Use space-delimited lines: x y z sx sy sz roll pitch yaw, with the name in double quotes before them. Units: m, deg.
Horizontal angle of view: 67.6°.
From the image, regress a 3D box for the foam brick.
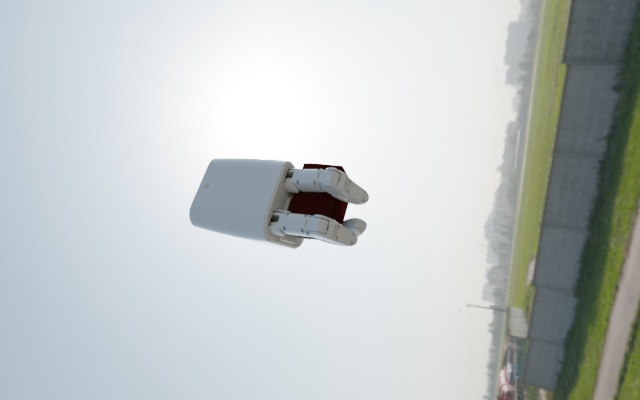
"foam brick" 0.000 0.002 0.562 0.051 0.078 0.053 7 -26 23
